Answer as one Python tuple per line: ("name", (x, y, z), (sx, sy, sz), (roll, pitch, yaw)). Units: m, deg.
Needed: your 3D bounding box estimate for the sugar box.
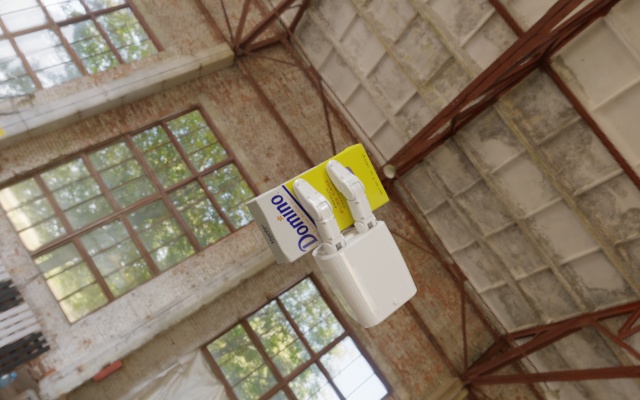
("sugar box", (0.001, 0.002, 0.637), (0.176, 0.093, 0.048), (-31, 7, -29))
